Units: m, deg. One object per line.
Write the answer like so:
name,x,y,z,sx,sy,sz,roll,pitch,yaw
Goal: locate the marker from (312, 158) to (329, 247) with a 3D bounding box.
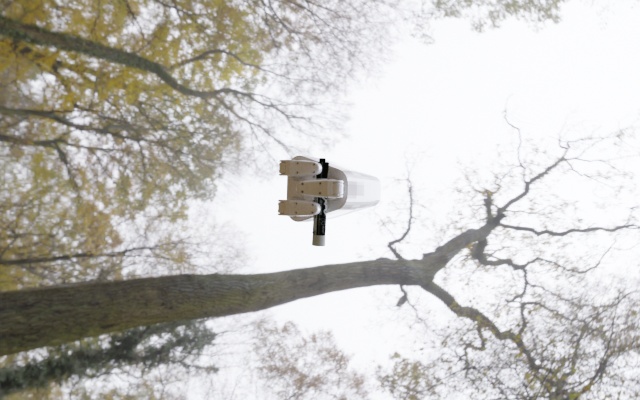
marker,0.000,0.002,0.656,0.020,0.121,0.020,3,1,0
